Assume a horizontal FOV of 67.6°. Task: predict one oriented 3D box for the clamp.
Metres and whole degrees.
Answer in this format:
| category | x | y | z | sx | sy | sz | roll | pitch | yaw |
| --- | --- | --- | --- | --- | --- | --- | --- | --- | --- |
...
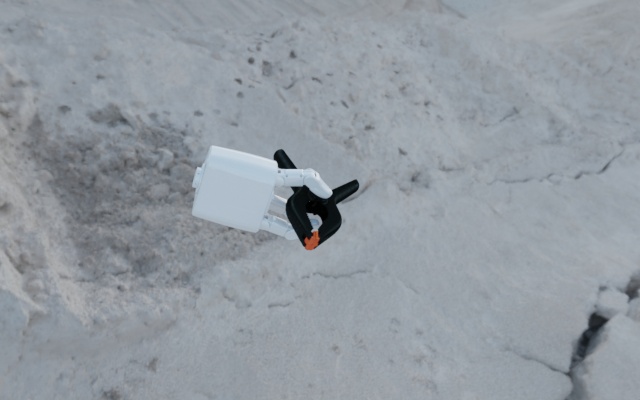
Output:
| category | x | y | z | sx | sy | sz | roll | pitch | yaw |
| --- | --- | --- | --- | --- | --- | --- | --- | --- | --- |
| clamp | 0.000 | 0.002 | 0.788 | 0.164 | 0.036 | 0.209 | 16 | 38 | -18 |
